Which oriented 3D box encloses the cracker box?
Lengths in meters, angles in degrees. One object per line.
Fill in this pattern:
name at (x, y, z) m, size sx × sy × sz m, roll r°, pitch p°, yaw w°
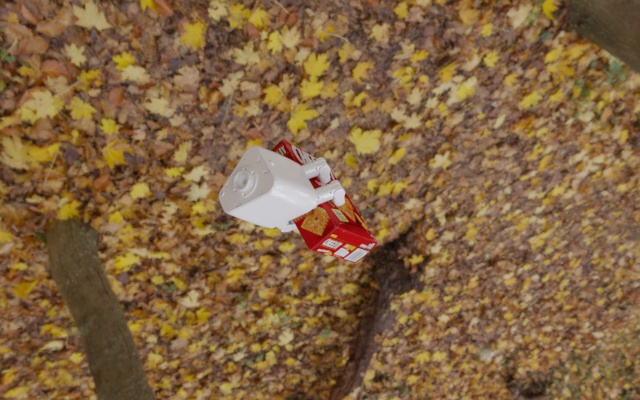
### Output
cracker box at (0.000, 0.003, 0.883) m, size 0.072 × 0.213 × 0.164 m, roll -41°, pitch -32°, yaw 17°
